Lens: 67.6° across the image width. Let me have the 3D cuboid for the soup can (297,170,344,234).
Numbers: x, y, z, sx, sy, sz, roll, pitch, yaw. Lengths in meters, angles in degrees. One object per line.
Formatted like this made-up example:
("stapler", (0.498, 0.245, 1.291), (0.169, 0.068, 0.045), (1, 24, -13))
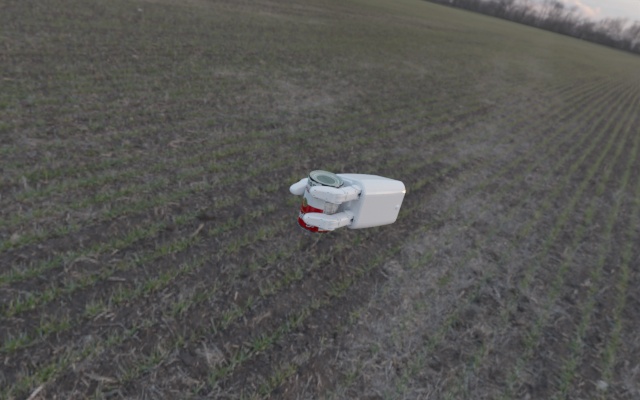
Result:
("soup can", (0.000, 0.003, 0.899), (0.068, 0.102, 0.068), (12, 25, -6))
